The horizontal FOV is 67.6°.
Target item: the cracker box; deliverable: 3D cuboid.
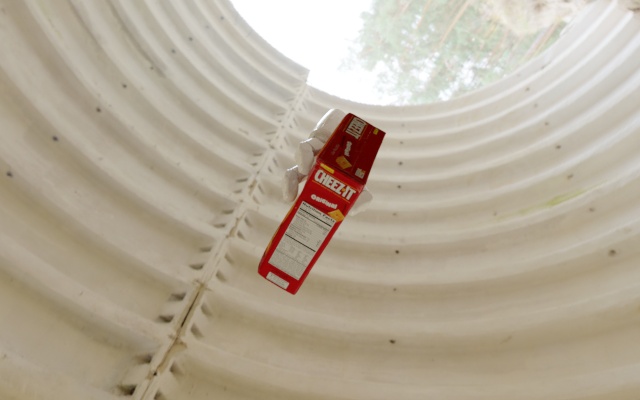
[{"bbox_3d":[0.000,0.002,0.671,0.072,0.214,0.164,29,34,-1],"label":"cracker box"}]
